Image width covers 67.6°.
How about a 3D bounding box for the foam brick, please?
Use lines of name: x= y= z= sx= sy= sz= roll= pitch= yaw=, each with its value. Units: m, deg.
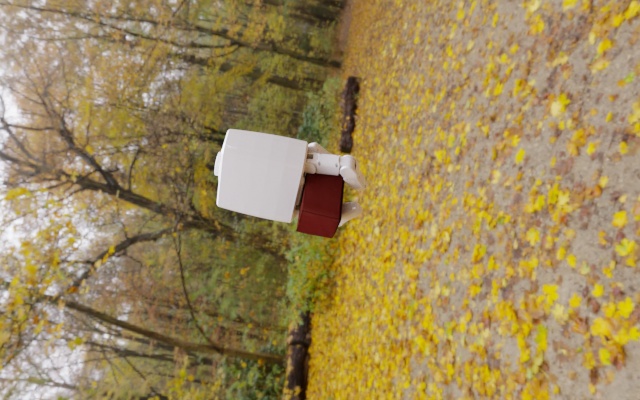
foam brick: x=0.000 y=0.002 z=0.631 sx=0.051 sy=0.078 sz=0.053 roll=11 pitch=-36 yaw=-6
